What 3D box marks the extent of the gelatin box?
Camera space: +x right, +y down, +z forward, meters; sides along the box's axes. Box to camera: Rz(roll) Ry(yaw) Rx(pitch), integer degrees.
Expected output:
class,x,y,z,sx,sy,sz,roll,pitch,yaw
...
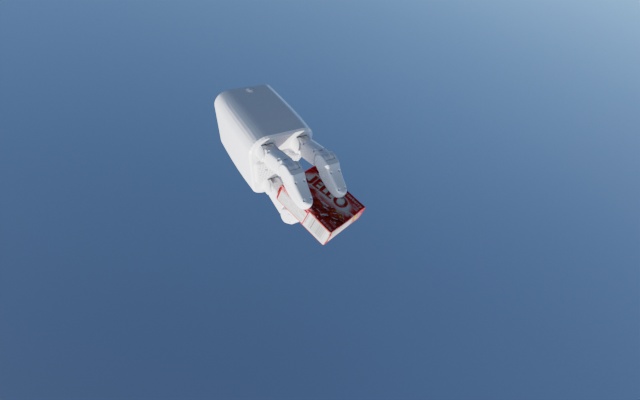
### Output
class,x,y,z,sx,sy,sz,roll,pitch,yaw
gelatin box,0.000,0.002,0.604,0.073,0.089,0.030,-33,-19,-41
